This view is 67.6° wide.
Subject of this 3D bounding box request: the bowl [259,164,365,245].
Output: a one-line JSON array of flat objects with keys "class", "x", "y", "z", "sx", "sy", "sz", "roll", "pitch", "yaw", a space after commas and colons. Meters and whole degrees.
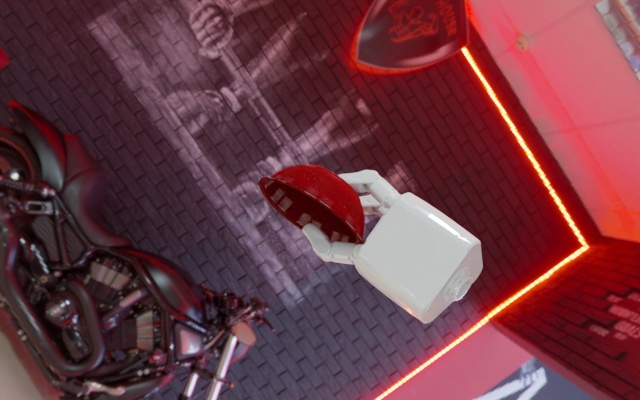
[{"class": "bowl", "x": -0.001, "y": 0.001, "z": 0.628, "sx": 0.162, "sy": 0.055, "sz": 0.162, "roll": 30, "pitch": -18, "yaw": 11}]
